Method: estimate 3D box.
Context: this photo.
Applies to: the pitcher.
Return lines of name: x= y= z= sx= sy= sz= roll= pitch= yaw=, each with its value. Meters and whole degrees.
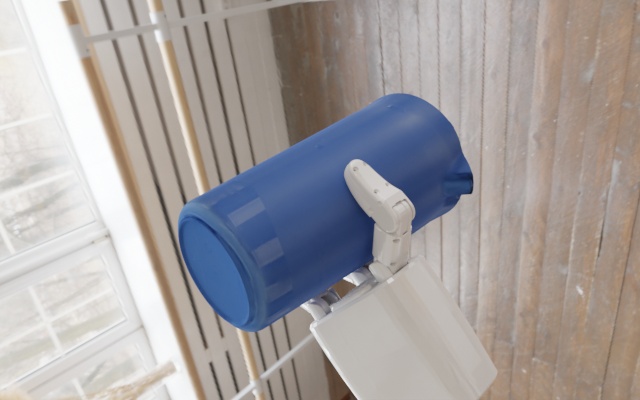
pitcher: x=0.000 y=0.002 z=0.420 sx=0.242 sy=0.145 sz=0.149 roll=-29 pitch=-9 yaw=-36
